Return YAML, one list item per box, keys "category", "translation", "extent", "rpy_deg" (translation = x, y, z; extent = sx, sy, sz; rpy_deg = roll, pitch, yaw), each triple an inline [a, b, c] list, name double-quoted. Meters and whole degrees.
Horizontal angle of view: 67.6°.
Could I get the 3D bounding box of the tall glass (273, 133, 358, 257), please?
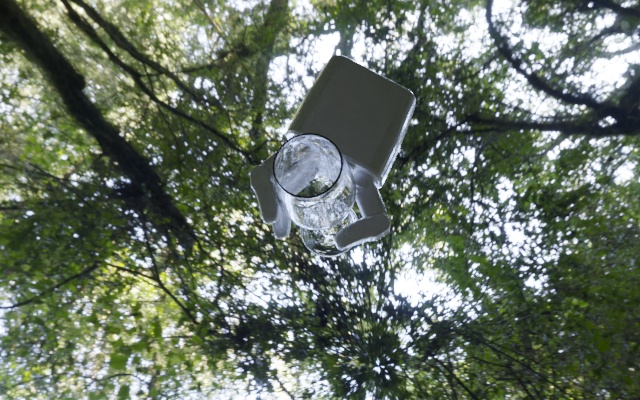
- category: "tall glass"
  translation: [0.000, 0.002, 0.504]
  extent: [0.079, 0.079, 0.201]
  rpy_deg: [0, -19, 7]
